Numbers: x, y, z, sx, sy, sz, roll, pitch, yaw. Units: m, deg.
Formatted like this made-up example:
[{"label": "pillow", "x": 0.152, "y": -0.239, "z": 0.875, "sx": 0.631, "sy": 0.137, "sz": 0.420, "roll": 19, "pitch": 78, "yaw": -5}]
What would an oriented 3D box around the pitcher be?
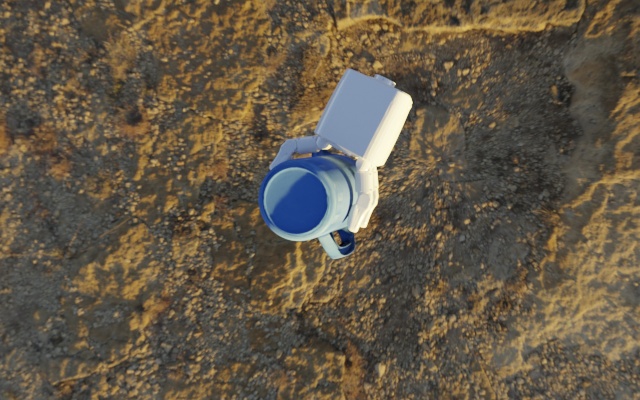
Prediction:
[{"label": "pitcher", "x": 0.000, "y": 0.002, "z": 0.728, "sx": 0.149, "sy": 0.145, "sz": 0.243, "roll": 29, "pitch": 10, "yaw": 10}]
